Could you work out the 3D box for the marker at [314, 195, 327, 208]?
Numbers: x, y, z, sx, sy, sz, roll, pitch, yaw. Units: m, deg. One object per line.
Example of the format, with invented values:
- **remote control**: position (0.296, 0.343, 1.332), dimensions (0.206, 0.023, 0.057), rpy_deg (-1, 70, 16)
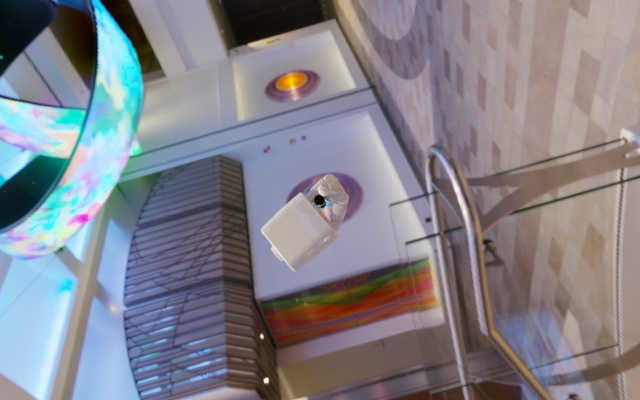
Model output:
- **marker**: position (0.000, 0.003, 0.877), dimensions (0.020, 0.020, 0.121), rpy_deg (0, -3, 2)
